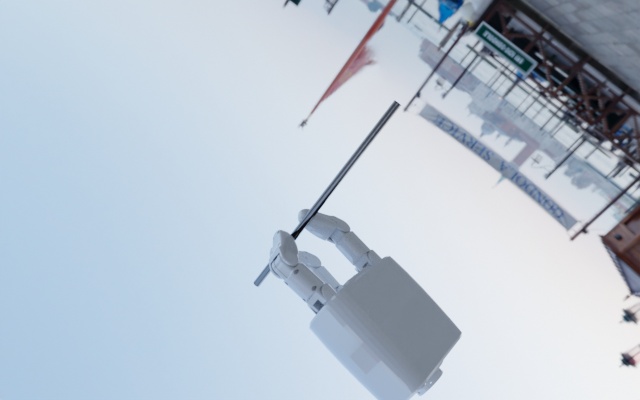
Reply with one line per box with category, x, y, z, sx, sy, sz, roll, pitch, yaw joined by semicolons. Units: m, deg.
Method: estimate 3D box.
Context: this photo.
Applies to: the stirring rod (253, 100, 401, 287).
stirring rod;0.000;0.002;0.469;0.011;0.239;0.011;32;22;-15
